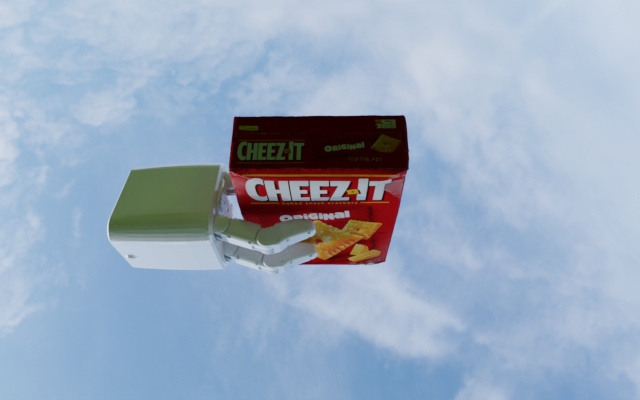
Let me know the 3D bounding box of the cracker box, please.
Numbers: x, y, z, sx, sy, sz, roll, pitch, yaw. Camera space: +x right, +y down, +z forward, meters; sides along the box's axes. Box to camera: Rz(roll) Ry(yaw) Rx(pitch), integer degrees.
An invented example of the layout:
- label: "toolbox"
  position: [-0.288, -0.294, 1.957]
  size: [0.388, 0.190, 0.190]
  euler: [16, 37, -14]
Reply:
- label: "cracker box"
  position: [0.000, 0.002, 0.523]
  size: [0.164, 0.072, 0.214]
  euler: [-1, -30, 1]
